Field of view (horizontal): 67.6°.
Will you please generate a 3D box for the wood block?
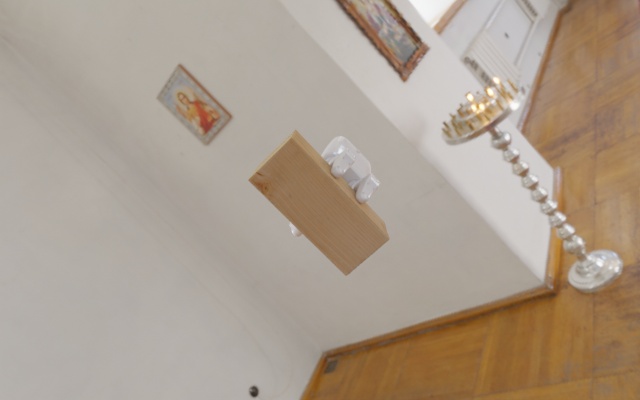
[{"bbox_3d":[0.000,0.002,0.729,0.091,0.206,0.090,-43,11,12],"label":"wood block"}]
